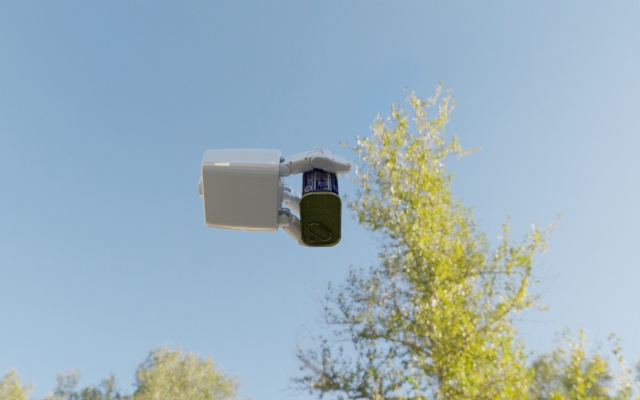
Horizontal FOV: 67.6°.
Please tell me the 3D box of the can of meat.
[{"bbox_3d":[0.000,0.002,0.688,0.057,0.102,0.083,-1,41,0],"label":"can of meat"}]
